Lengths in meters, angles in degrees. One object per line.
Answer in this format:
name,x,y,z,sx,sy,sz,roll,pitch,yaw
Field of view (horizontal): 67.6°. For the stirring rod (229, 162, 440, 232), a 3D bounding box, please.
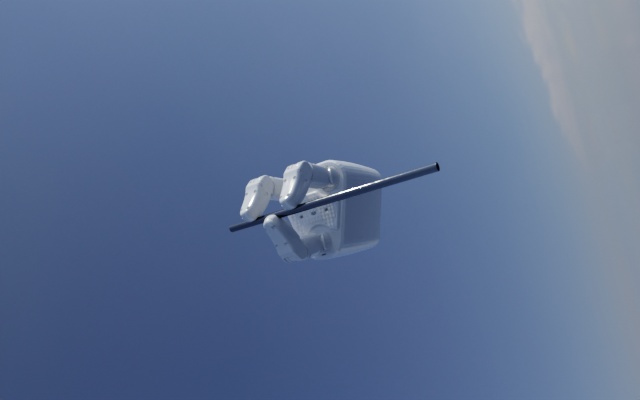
stirring rod,0.000,0.002,0.461,0.239,0.011,0.011,-17,-9,32
